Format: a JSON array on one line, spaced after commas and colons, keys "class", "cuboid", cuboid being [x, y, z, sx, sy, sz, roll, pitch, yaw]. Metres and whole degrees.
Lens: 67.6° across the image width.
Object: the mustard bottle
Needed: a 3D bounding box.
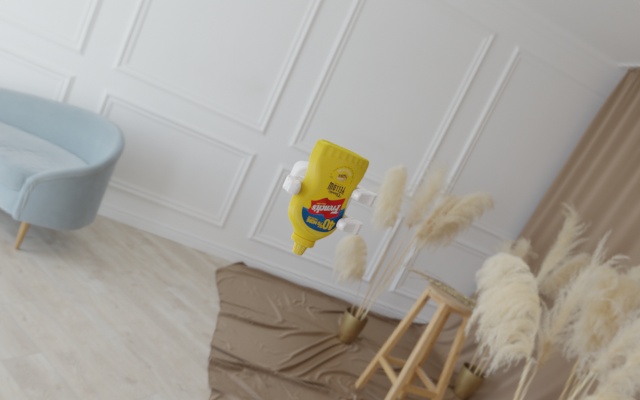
[{"class": "mustard bottle", "cuboid": [0.000, 0.002, 0.783, 0.096, 0.191, 0.058, 18, 12, -35]}]
